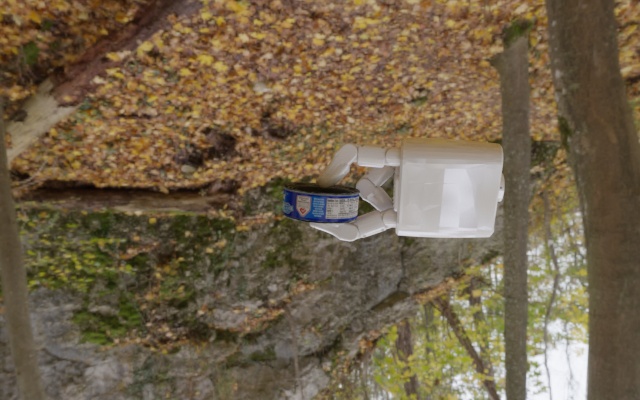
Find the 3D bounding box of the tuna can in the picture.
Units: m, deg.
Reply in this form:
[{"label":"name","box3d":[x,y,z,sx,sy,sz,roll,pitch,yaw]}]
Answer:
[{"label":"tuna can","box3d":[0.000,0.002,0.536,0.086,0.034,0.086,4,9,-1]}]
